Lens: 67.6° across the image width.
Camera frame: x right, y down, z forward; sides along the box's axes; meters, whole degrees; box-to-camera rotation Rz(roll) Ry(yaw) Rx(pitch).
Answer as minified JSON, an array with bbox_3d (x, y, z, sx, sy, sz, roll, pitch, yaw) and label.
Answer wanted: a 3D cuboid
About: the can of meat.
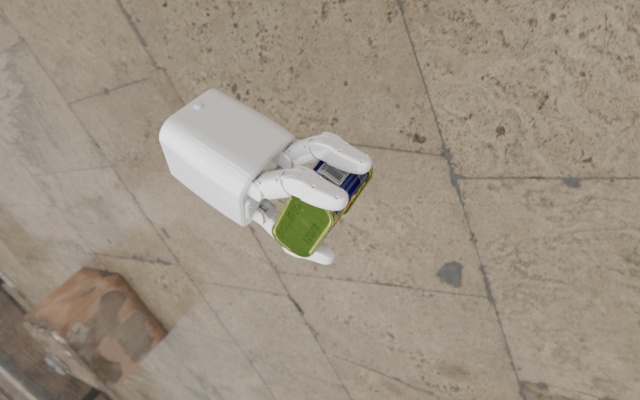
[{"bbox_3d":[0.000,0.002,0.496,0.084,0.057,0.102,-50,-6,-40],"label":"can of meat"}]
